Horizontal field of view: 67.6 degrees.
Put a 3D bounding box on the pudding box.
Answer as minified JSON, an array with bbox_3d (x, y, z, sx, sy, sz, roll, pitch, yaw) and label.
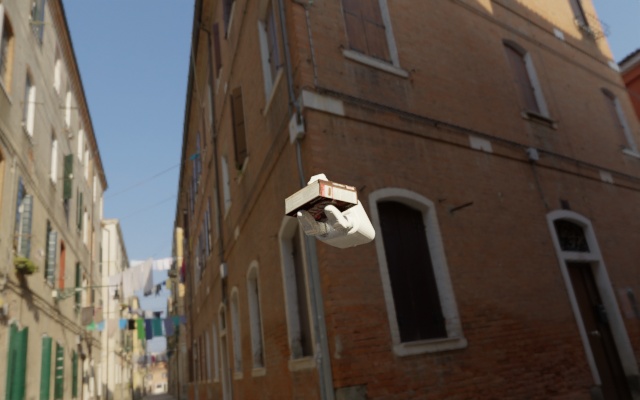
[{"bbox_3d":[0.000,0.003,0.887,0.090,0.039,0.113,11,-28,-35],"label":"pudding box"}]
